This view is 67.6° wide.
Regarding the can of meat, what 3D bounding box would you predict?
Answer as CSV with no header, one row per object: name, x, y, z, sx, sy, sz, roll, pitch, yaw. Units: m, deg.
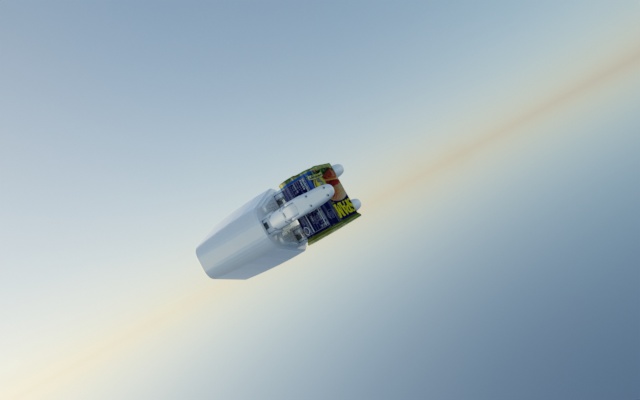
can of meat,0.000,0.002,0.615,0.057,0.084,0.102,-31,-4,22
